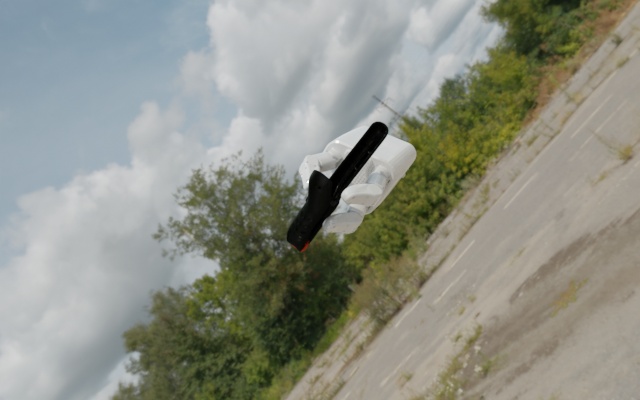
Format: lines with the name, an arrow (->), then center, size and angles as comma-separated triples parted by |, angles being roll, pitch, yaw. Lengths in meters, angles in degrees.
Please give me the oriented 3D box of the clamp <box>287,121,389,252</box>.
clamp -> -0.001, 0.002, 0.610 | 0.036, 0.210, 0.164 | 40, 36, 9
